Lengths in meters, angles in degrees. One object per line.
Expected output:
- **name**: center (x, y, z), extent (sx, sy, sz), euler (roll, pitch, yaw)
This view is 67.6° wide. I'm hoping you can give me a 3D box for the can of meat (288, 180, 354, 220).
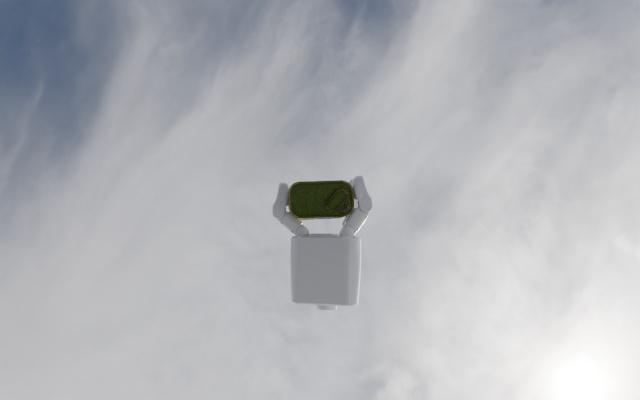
- **can of meat**: center (0.000, 0.003, 0.776), extent (0.102, 0.057, 0.084), euler (-2, -6, -2)
